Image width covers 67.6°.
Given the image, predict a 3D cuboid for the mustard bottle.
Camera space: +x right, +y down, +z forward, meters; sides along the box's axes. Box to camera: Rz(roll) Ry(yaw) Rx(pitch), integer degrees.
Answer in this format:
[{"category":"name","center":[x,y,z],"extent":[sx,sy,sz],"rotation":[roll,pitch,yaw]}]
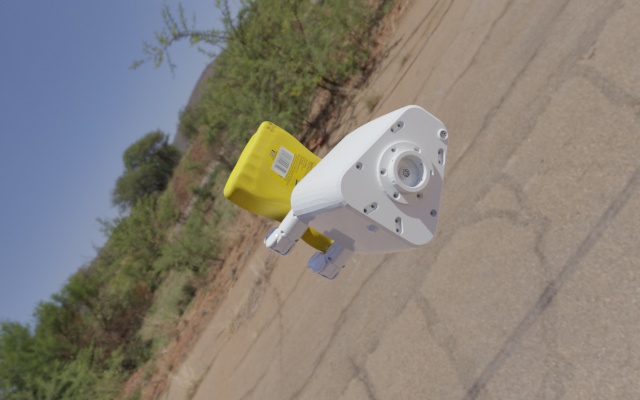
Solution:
[{"category":"mustard bottle","center":[0.000,0.002,0.512],"extent":[0.192,0.096,0.058],"rotation":[31,-40,-15]}]
